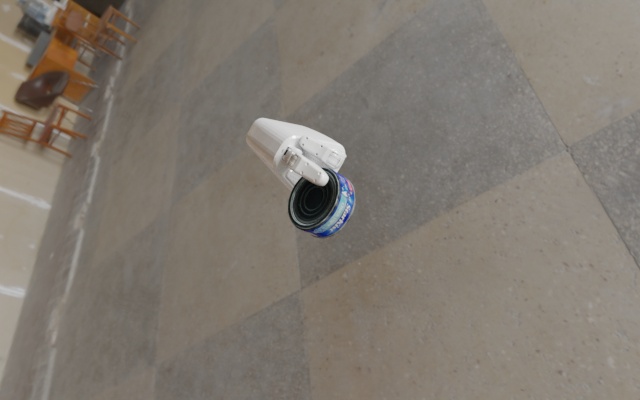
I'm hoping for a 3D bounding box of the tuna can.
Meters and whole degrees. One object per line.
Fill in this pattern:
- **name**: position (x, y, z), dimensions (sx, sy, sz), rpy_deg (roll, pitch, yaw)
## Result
- **tuna can**: position (0.000, 0.002, 0.599), dimensions (0.086, 0.086, 0.034), rpy_deg (0, -21, 42)
